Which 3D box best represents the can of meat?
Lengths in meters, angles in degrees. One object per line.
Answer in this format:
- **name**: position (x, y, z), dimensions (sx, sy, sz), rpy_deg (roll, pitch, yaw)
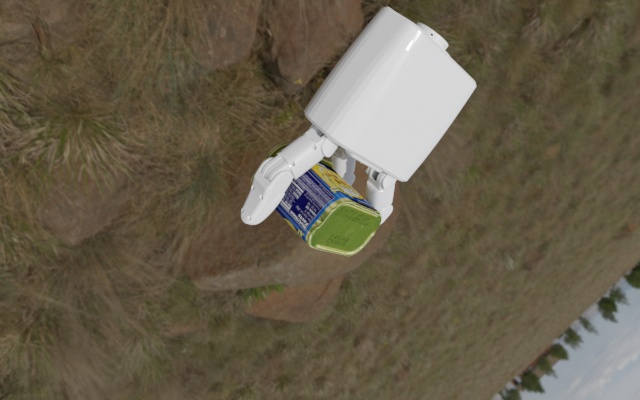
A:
- **can of meat**: position (0.000, 0.002, 0.436), dimensions (0.084, 0.057, 0.102), rpy_deg (45, 13, 30)
